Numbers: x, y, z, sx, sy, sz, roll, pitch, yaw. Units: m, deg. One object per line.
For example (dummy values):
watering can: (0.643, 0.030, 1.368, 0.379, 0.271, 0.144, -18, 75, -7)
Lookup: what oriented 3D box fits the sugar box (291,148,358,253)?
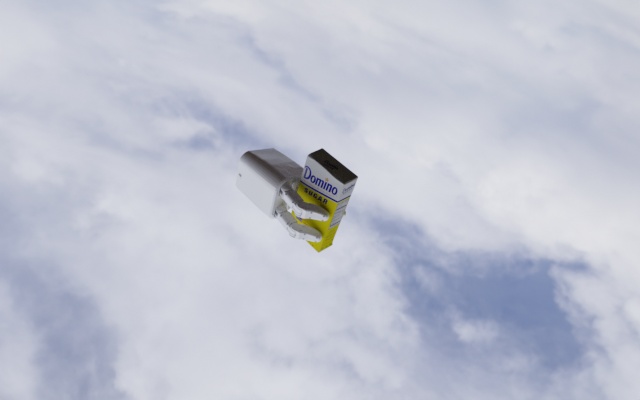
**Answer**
sugar box: (0.000, 0.003, 0.870, 0.048, 0.176, 0.093, -28, 58, -38)
